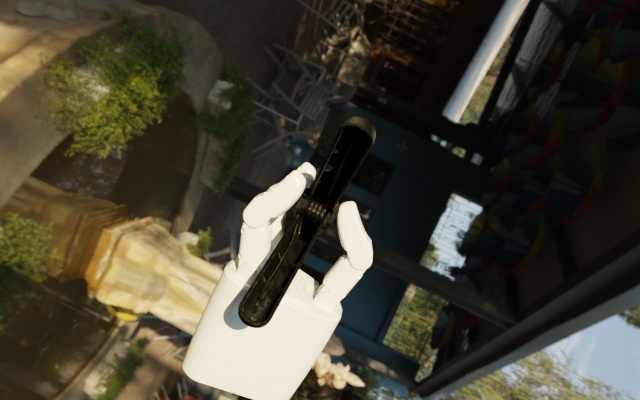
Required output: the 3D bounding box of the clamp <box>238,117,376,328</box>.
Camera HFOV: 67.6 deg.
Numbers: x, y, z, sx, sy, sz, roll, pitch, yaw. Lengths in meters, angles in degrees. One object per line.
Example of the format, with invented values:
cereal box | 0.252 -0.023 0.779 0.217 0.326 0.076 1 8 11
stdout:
clamp | 0.001 0.002 0.412 0.036 0.164 0.210 31 13 1
